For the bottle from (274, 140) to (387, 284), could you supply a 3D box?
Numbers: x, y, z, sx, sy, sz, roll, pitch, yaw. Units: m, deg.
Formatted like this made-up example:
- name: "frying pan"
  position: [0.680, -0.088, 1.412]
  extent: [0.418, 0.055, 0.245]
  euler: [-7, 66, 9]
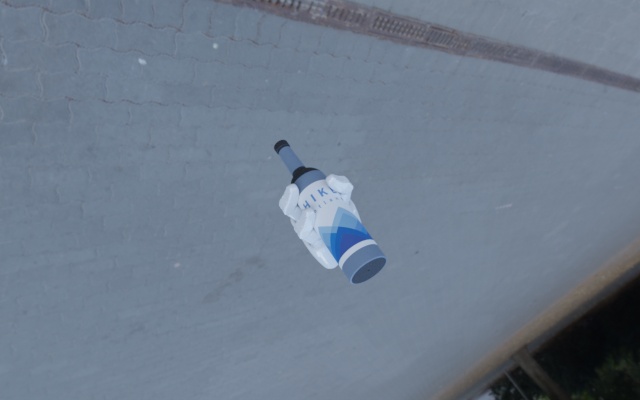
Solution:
- name: "bottle"
  position: [0.000, 0.003, 0.794]
  extent: [0.069, 0.295, 0.069]
  euler: [-25, -32, -17]
